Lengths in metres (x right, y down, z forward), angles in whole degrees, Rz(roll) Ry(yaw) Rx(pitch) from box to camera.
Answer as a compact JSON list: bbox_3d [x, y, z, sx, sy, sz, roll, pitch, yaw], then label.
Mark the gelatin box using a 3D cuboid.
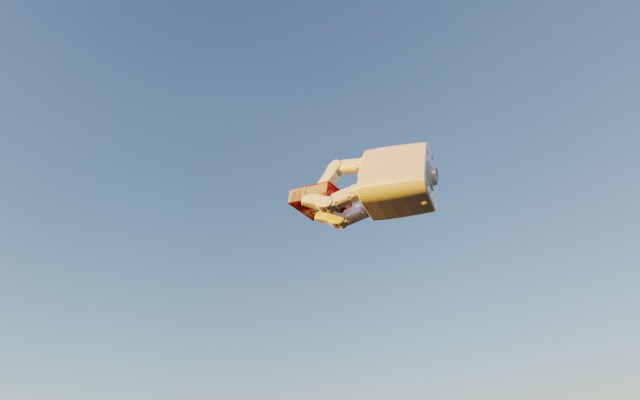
[{"bbox_3d":[0.000,0.002,0.823,0.089,0.030,0.073,-12,-34,35],"label":"gelatin box"}]
